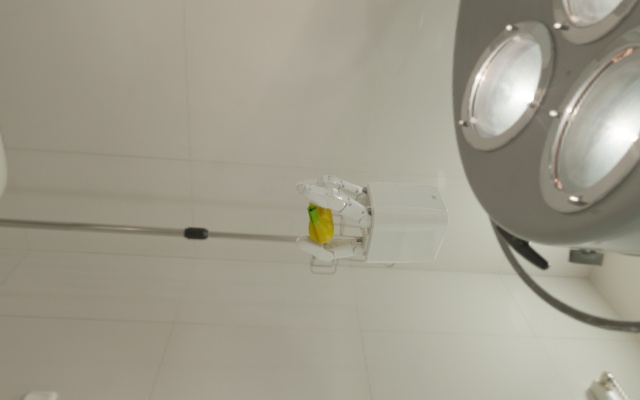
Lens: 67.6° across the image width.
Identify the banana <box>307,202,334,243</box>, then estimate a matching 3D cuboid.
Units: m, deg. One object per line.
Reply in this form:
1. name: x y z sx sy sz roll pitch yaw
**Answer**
1. banana: 0.000 0.021 0.718 0.037 0.069 0.197 -1 12 -1
